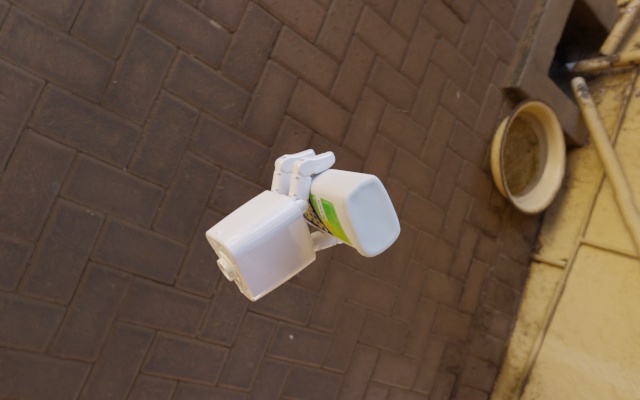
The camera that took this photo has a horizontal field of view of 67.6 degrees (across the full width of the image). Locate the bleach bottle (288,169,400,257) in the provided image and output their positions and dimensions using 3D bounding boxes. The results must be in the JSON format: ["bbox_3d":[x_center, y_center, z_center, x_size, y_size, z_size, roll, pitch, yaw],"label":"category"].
[{"bbox_3d":[0.000,0.002,0.682,0.068,0.103,0.251,-34,23,-22],"label":"bleach bottle"}]
